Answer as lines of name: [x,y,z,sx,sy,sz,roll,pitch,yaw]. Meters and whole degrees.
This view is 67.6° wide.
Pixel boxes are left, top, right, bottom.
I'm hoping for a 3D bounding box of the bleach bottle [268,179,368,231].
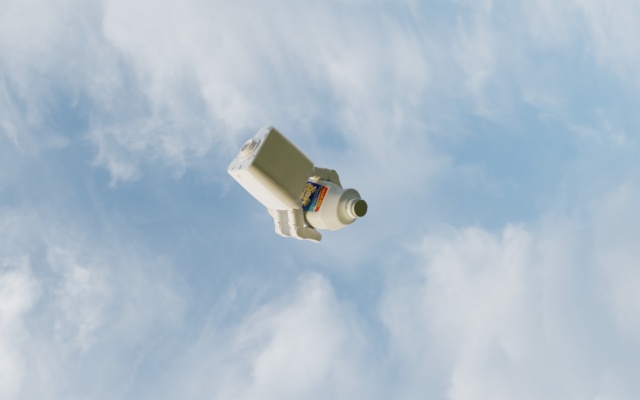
bleach bottle: [0.000,0.003,0.859,0.068,0.102,0.251,43,-21,-26]
